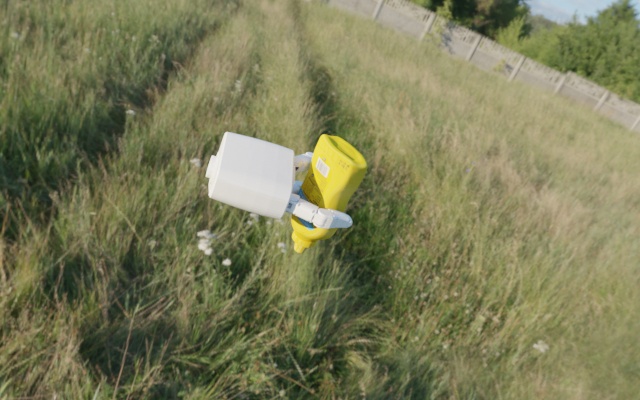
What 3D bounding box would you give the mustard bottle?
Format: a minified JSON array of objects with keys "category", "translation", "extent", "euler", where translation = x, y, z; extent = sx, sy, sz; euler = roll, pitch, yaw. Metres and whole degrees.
[{"category":"mustard bottle","translation":[0.001,0.002,0.737],"extent":[0.058,0.192,0.096],"euler":[3,32,-38]}]
